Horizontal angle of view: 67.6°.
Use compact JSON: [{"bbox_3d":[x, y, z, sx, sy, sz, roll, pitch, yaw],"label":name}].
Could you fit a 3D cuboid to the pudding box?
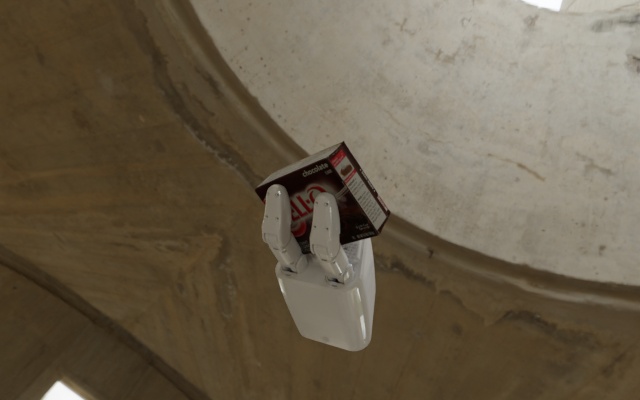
[{"bbox_3d":[0.000,0.002,0.475,0.113,0.090,0.039,-21,22,42],"label":"pudding box"}]
